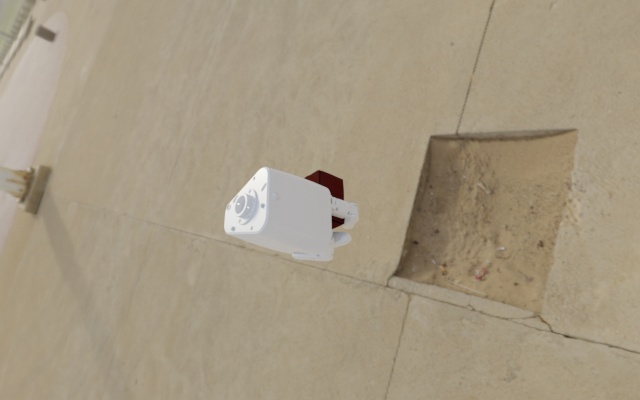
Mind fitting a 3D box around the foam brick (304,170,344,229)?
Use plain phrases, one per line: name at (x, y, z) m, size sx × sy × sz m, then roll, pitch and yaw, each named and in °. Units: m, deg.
foam brick at (0.000, 0.002, 0.722) m, size 0.051 × 0.078 × 0.053 m, roll 20°, pitch -32°, yaw -36°
